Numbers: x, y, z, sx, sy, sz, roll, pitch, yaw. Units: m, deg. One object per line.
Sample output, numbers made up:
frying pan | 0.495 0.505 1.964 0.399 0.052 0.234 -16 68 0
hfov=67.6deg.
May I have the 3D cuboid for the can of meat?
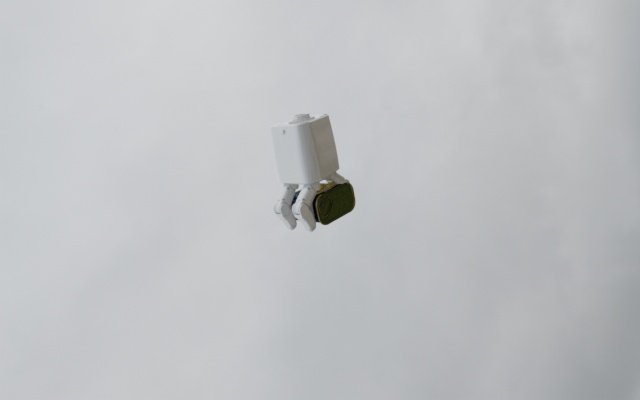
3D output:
can of meat | 0.000 0.003 0.887 0.084 0.057 0.102 5 23 44
